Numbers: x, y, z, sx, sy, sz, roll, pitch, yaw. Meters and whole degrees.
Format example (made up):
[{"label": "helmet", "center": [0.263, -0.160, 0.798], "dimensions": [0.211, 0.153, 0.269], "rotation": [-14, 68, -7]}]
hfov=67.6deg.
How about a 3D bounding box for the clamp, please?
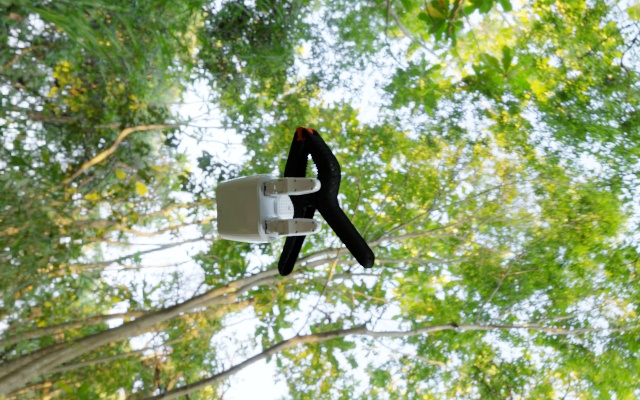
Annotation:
[{"label": "clamp", "center": [0.000, 0.002, 0.650], "dimensions": [0.164, 0.210, 0.036], "rotation": [-3, -2, 40]}]
